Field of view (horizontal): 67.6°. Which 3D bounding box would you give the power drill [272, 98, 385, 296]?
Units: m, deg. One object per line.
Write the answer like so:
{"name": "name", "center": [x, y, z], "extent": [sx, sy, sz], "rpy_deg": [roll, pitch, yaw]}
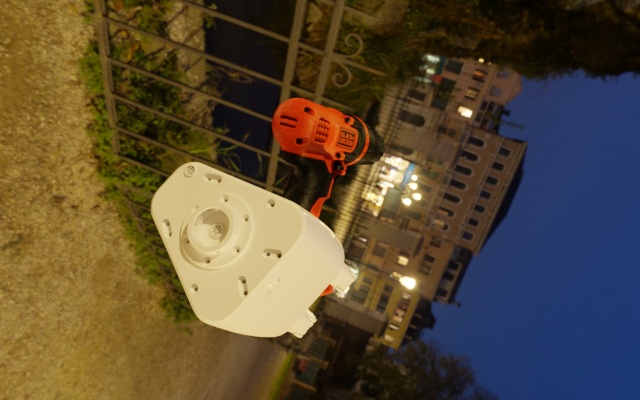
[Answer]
{"name": "power drill", "center": [0.000, 0.002, 0.485], "extent": [0.057, 0.187, 0.184], "rpy_deg": [16, 6, 31]}
